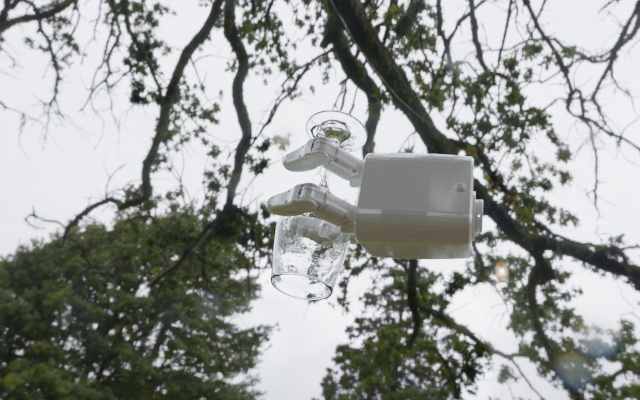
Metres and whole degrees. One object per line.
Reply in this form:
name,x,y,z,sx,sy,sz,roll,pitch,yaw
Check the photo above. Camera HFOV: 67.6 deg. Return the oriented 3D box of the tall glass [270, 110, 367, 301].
tall glass,0.000,0.001,0.512,0.079,0.201,0.079,9,-32,6
